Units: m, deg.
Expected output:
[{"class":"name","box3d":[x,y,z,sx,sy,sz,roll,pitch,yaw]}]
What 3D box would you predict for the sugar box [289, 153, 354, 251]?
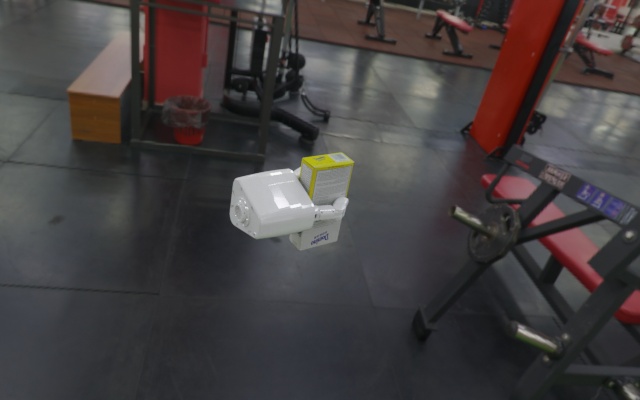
[{"class":"sugar box","box3d":[0.000,0.003,0.883,0.093,0.176,0.048,-11,38,-35]}]
